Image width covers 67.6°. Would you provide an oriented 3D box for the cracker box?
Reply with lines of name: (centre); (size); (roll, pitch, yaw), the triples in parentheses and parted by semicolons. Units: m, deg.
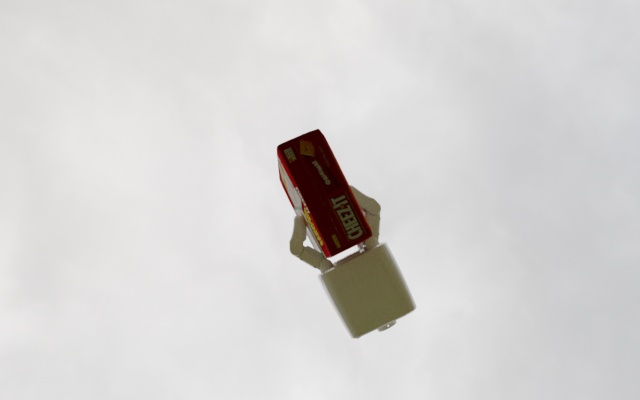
cracker box: (0.000, 0.002, 0.722); (0.072, 0.164, 0.214); (-26, -6, -8)
